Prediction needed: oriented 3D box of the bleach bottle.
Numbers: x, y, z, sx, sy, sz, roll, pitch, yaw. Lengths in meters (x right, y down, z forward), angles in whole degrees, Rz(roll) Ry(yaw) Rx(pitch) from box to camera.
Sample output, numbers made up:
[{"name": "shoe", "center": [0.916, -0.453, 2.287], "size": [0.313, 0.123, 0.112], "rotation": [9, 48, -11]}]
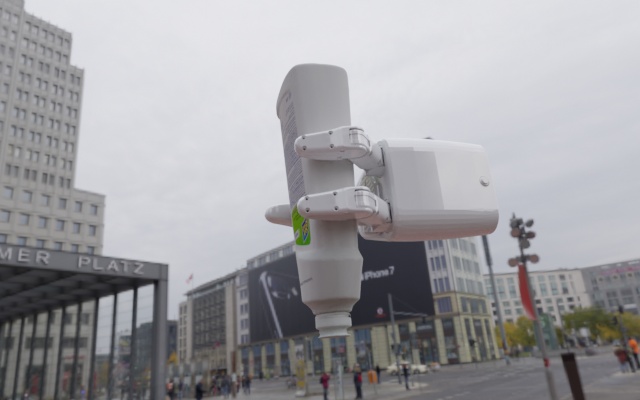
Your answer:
[{"name": "bleach bottle", "center": [0.000, 0.001, 0.455], "size": [0.068, 0.250, 0.103], "rotation": [0, -19, -13]}]
